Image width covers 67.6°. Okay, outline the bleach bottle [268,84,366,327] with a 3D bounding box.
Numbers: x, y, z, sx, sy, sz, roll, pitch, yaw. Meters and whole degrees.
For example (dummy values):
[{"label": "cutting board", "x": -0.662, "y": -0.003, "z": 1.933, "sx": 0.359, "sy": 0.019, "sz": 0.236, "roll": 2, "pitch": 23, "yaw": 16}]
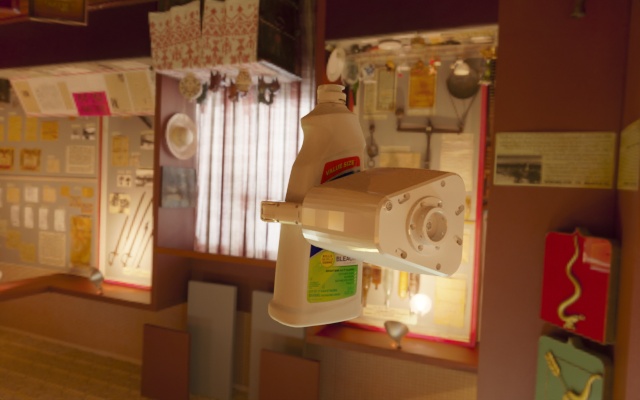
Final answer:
[{"label": "bleach bottle", "x": 0.000, "y": 0.002, "z": 0.518, "sx": 0.102, "sy": 0.251, "sz": 0.068, "roll": 1, "pitch": 3, "yaw": -34}]
